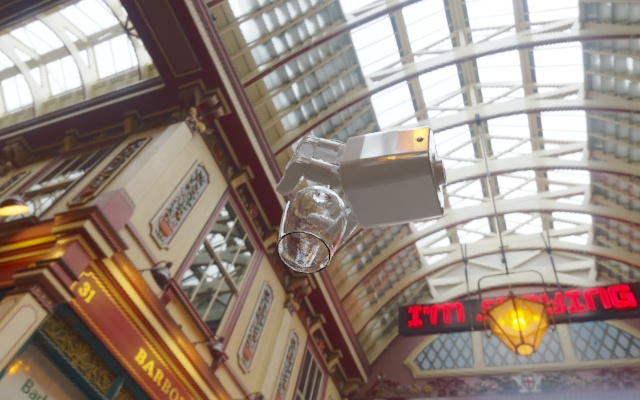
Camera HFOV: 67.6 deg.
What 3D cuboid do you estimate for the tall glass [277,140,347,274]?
[{"bbox_3d":[0.000,0.002,0.609,0.079,0.079,0.201,0,35,14],"label":"tall glass"}]
